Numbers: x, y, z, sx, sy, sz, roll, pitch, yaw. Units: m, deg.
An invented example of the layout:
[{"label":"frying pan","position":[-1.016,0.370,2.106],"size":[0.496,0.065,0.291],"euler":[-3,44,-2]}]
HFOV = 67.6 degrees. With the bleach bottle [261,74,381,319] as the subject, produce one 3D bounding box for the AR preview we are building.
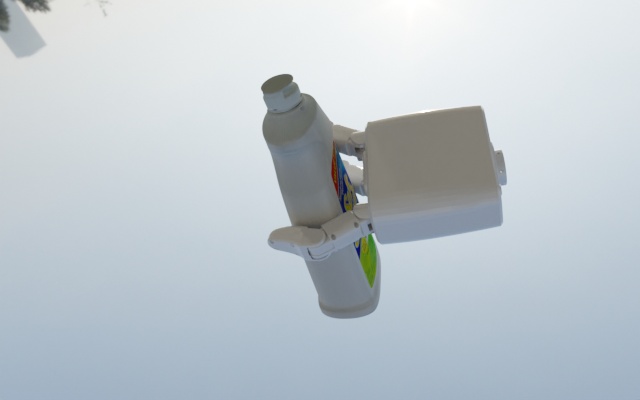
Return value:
[{"label":"bleach bottle","position":[0.000,0.001,0.455],"size":[0.068,0.251,0.102],"euler":[-7,42,17]}]
